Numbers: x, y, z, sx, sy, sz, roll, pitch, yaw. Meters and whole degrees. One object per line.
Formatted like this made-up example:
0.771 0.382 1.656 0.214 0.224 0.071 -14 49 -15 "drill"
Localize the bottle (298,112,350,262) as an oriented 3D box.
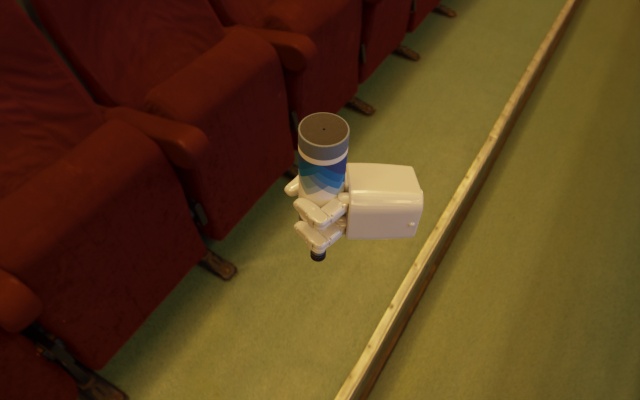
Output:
0.000 0.002 0.724 0.069 0.069 0.296 0 -40 -2 "bottle"
